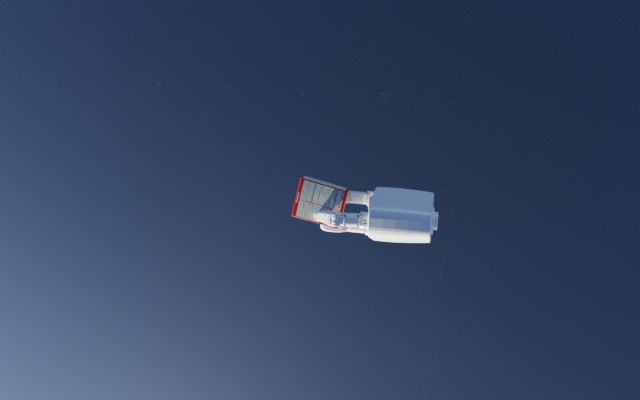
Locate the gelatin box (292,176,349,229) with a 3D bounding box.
[{"bbox_3d":[0.000,0.003,0.859,0.089,0.073,0.030,16,16,7],"label":"gelatin box"}]
